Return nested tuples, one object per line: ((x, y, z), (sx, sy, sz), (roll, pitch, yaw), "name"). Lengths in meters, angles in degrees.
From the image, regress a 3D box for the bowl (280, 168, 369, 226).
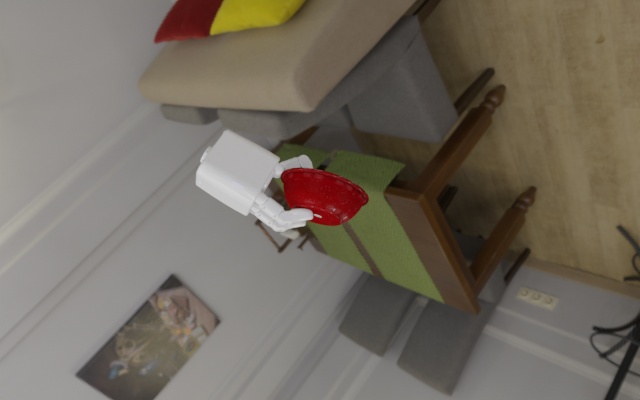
((0.001, 0.003, 0.834), (0.162, 0.055, 0.162), (14, -19, 5), "bowl")
